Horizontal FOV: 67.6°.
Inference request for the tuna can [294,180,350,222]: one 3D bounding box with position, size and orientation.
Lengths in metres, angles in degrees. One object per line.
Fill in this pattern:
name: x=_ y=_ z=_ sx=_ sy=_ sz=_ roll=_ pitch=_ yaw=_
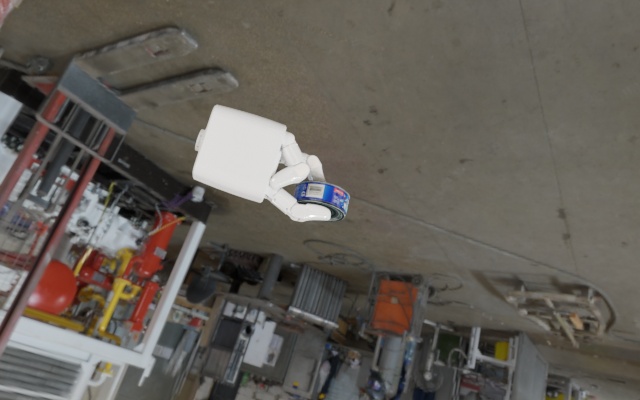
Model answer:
tuna can: x=0.000 y=0.003 z=0.732 sx=0.086 sy=0.033 sz=0.086 roll=10 pitch=-21 yaw=4
